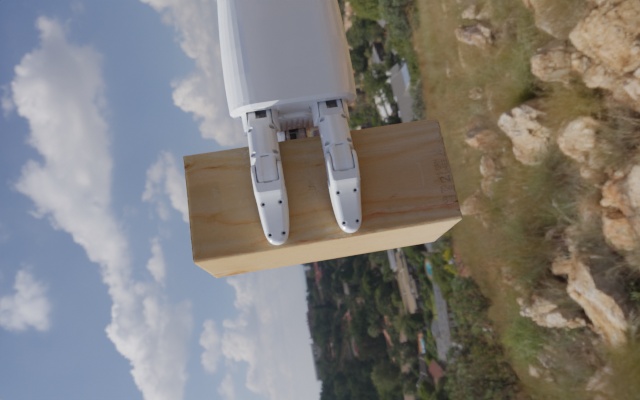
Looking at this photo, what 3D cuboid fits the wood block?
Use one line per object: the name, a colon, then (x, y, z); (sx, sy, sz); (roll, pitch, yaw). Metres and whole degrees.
wood block: (0.000, 0.001, 0.411); (0.206, 0.090, 0.091); (-9, -15, -4)
